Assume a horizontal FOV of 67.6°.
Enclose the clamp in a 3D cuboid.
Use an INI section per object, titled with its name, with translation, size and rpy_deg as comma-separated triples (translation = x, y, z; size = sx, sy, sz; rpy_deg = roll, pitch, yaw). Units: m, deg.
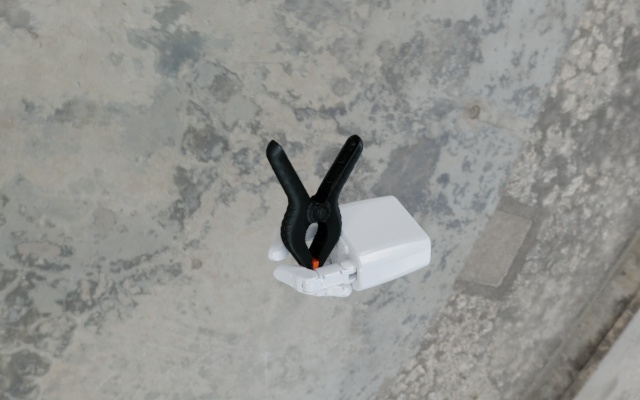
[clamp]
translation = 0.000, 0.002, 0.556
size = 0.120, 0.171, 0.039
rpy_deg = -14, 28, -22
